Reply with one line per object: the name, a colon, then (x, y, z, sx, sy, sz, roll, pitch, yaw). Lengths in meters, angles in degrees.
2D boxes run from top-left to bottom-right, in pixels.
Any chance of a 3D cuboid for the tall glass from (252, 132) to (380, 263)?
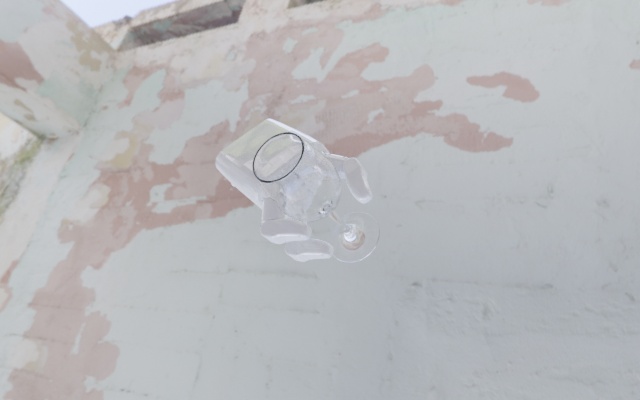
tall glass: (0.001, 0.002, 0.565, 0.079, 0.079, 0.201, 0, -28, 30)
